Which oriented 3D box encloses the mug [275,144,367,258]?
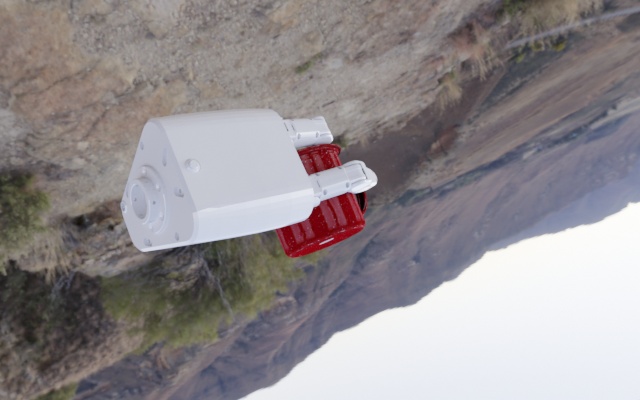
[{"bbox_3d":[0.001,0.002,0.464,0.117,0.081,0.093,-12,-15,-43],"label":"mug"}]
